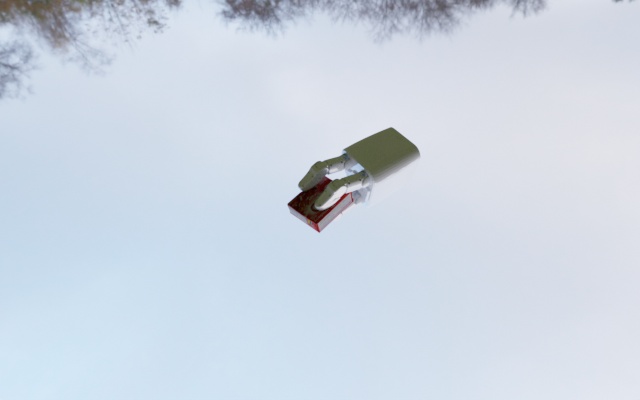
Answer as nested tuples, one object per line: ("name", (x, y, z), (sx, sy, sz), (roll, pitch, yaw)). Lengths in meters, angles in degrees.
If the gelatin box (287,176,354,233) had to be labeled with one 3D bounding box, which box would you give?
("gelatin box", (0.000, 0.003, 0.812), (0.073, 0.089, 0.030), (33, -26, 33))
